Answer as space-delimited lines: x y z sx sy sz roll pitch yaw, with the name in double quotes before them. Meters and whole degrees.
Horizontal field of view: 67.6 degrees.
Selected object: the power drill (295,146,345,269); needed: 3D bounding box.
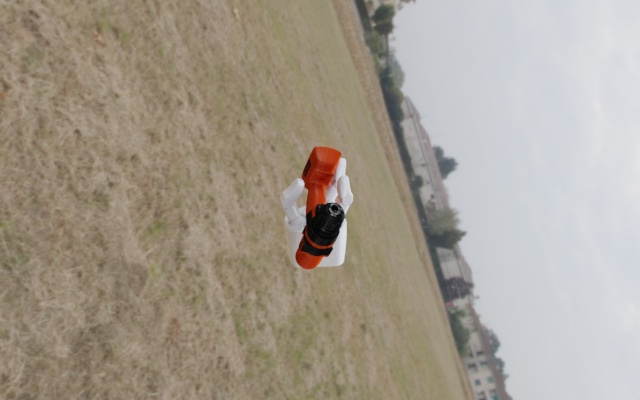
"power drill" 0.000 0.002 0.809 0.057 0.187 0.184 13 -34 -12
